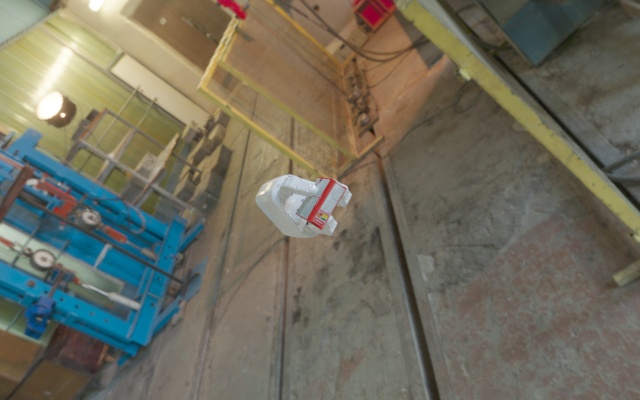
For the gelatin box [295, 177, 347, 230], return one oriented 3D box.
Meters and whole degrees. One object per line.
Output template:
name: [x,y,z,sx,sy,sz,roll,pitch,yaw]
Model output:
gelatin box: [0.000,0.002,0.736,0.030,0.073,0.089,32,-4,-14]
